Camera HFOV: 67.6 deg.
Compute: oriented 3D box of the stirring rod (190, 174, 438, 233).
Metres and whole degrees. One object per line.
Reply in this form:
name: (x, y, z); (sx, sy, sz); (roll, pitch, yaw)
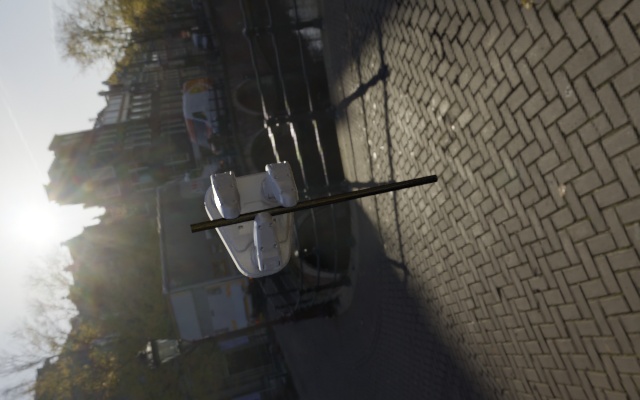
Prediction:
stirring rod: (0.000, 0.001, 0.451); (0.239, 0.011, 0.011); (-12, 2, -12)
